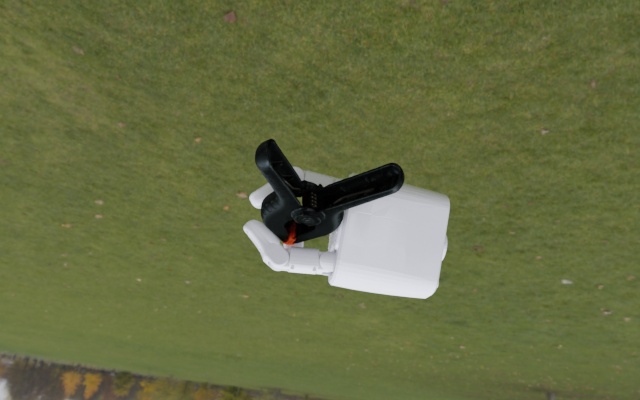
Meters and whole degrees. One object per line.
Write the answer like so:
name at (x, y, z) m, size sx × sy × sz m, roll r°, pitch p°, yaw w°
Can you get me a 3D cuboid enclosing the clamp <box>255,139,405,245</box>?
clamp at (0.000, 0.002, 0.433) m, size 0.120 × 0.039 × 0.171 m, roll 11°, pitch -23°, yaw -3°
